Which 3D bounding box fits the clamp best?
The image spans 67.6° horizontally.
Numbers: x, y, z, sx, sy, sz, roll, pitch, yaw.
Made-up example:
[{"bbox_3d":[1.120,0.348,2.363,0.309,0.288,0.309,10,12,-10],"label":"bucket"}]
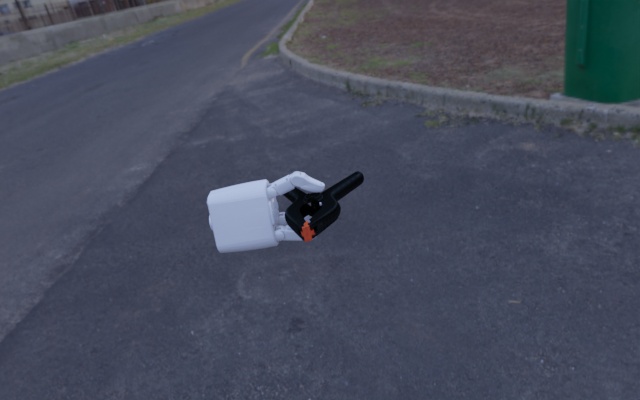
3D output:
[{"bbox_3d":[0.000,0.002,0.828,0.164,0.036,0.210,-11,25,5],"label":"clamp"}]
